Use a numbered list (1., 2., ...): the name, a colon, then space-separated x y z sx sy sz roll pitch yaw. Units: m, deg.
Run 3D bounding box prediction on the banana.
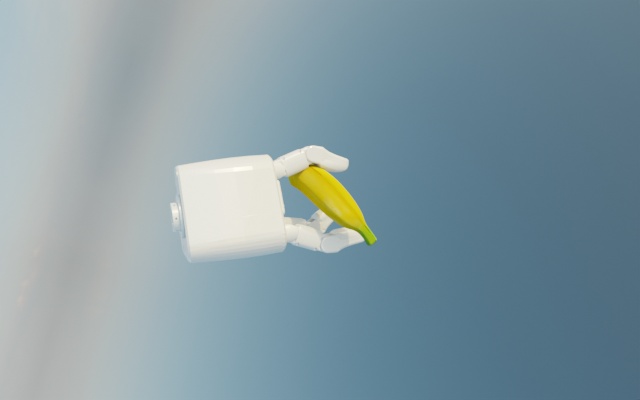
1. banana: -0.004 -0.011 0.582 0.037 0.070 0.197 -29 35 -13
